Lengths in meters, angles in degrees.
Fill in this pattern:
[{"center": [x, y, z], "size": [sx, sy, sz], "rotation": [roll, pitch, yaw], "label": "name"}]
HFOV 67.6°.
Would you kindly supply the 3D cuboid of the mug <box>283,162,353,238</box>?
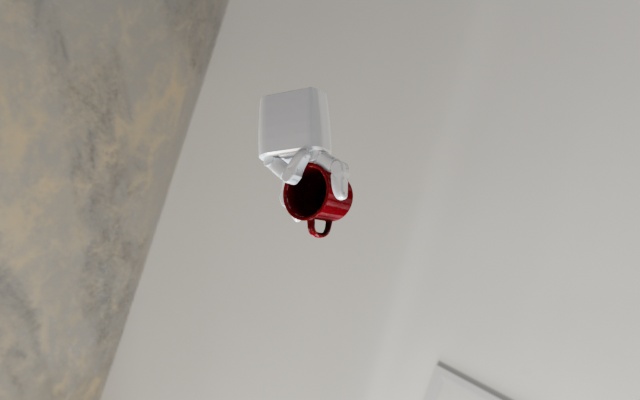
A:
[{"center": [0.000, 0.004, 0.778], "size": [0.093, 0.117, 0.081], "rotation": [-10, -13, 35], "label": "mug"}]
